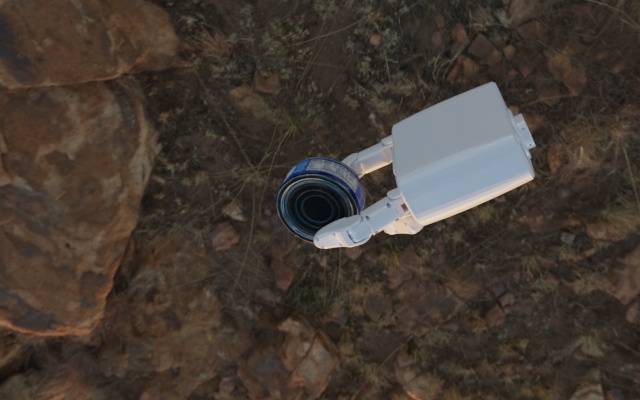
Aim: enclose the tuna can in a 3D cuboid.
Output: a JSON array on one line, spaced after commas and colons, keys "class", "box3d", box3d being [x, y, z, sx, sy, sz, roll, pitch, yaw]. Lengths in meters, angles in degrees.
[{"class": "tuna can", "box3d": [0.000, 0.002, 0.477, 0.086, 0.086, 0.033, 0, 32, 16]}]
